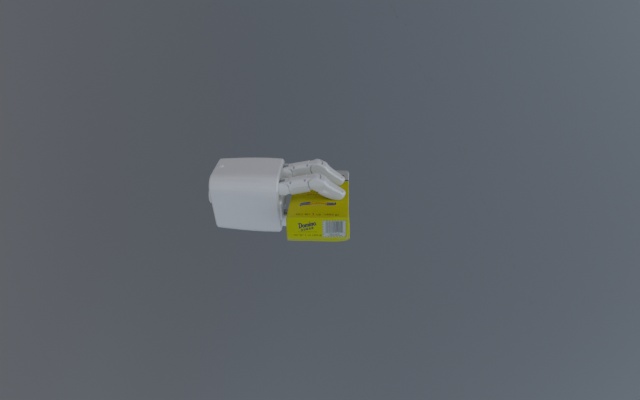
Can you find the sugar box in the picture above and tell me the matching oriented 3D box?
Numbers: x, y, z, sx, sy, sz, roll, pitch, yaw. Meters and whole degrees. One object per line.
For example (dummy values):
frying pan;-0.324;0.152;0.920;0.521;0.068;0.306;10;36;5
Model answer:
sugar box;0.000;0.002;0.766;0.093;0.048;0.176;1;29;2
